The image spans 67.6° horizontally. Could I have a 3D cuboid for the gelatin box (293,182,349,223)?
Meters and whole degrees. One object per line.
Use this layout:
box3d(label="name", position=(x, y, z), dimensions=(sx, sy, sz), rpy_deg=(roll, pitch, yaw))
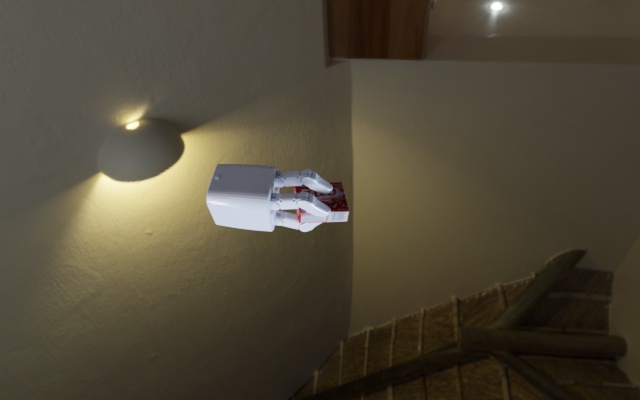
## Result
box3d(label="gelatin box", position=(0.000, 0.003, 0.839), dimensions=(0.089, 0.073, 0.030), rpy_deg=(-2, -44, -10))
